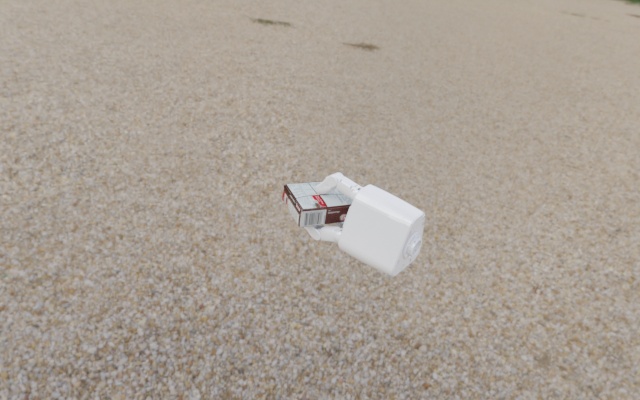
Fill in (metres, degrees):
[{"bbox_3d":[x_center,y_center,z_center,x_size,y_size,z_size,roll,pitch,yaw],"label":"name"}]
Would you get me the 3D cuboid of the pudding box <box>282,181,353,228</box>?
[{"bbox_3d":[0.000,0.003,0.843,0.113,0.039,0.090,-4,33,-24],"label":"pudding box"}]
